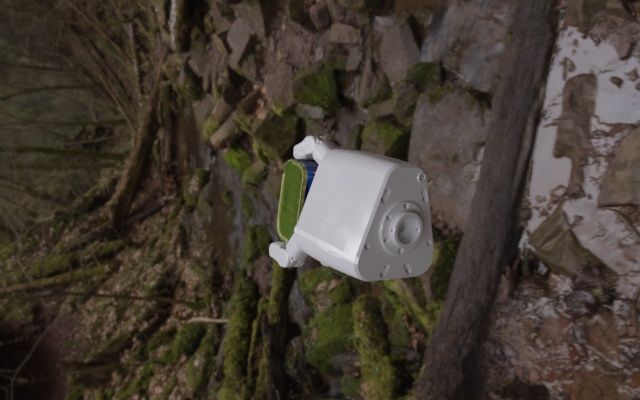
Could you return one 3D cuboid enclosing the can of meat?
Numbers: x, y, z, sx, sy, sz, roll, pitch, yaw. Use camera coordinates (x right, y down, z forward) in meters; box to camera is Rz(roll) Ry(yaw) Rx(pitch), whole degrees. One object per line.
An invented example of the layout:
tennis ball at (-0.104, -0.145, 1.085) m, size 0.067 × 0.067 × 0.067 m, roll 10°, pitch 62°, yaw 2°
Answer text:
can of meat at (0.000, 0.002, 0.559) m, size 0.084 × 0.102 × 0.057 m, roll 0°, pitch 14°, yaw -31°
